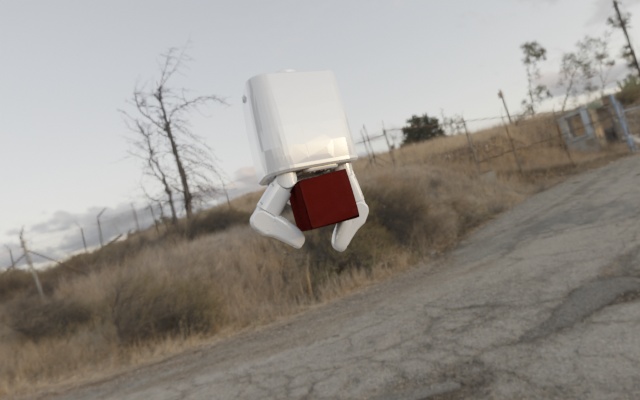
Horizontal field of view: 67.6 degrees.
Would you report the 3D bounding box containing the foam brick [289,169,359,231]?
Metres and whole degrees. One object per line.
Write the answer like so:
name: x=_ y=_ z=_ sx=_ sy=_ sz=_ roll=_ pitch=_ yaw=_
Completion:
foam brick: x=0.000 y=0.002 z=0.505 sx=0.053 sy=0.051 sz=0.078 roll=-14 pitch=-2 yaw=-15
